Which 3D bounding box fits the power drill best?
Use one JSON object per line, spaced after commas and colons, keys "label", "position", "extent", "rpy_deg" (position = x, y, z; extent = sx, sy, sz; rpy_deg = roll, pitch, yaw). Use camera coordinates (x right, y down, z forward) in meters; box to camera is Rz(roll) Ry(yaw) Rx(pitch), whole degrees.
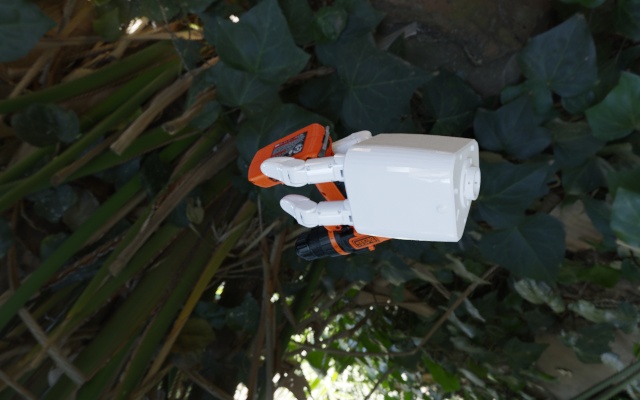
{"label": "power drill", "position": [0.000, 0.002, 0.595], "extent": [0.184, 0.057, 0.188], "rpy_deg": [-22, -49, 31]}
